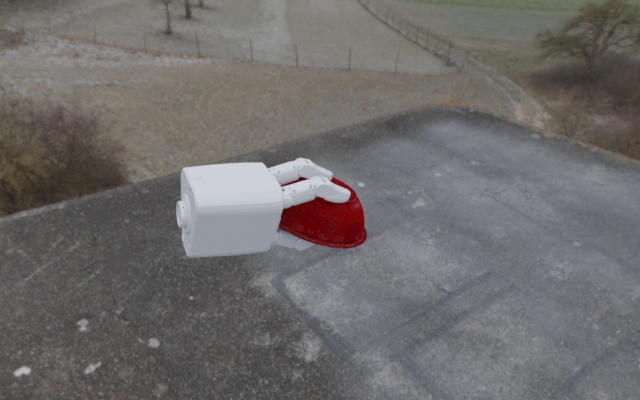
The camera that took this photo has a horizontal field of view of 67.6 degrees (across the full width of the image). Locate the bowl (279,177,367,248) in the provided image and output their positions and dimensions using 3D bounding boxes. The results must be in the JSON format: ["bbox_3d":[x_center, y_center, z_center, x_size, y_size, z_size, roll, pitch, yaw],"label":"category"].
[{"bbox_3d":[0.001,0.002,0.683,0.162,0.055,0.162,18,21,-7],"label":"bowl"}]
